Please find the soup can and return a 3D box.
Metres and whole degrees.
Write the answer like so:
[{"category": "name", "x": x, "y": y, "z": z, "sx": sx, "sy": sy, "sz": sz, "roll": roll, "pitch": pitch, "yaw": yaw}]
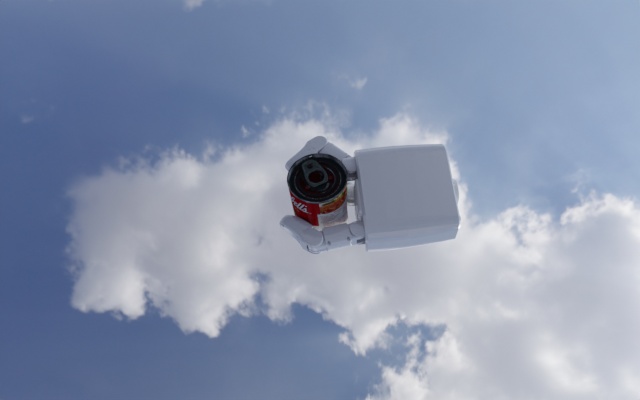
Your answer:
[{"category": "soup can", "x": 0.000, "y": 0.002, "z": 0.566, "sx": 0.068, "sy": 0.068, "sz": 0.102, "roll": 0, "pitch": -34, "yaw": 5}]
